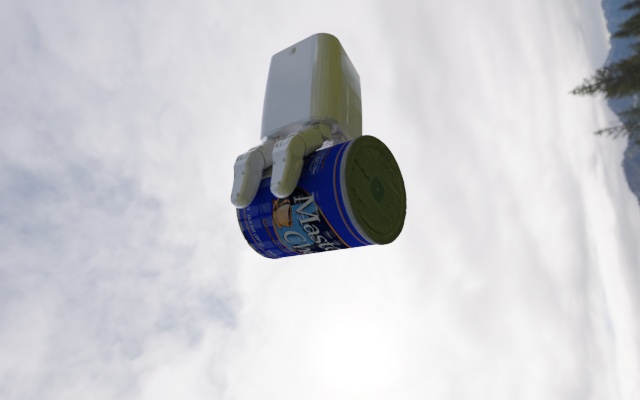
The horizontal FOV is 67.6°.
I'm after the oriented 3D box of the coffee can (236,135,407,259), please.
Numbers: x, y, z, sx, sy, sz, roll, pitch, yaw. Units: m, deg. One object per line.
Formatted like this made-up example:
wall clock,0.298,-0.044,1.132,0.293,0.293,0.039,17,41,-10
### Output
coffee can,0.000,0.002,0.479,0.140,0.103,0.103,-13,-8,38
